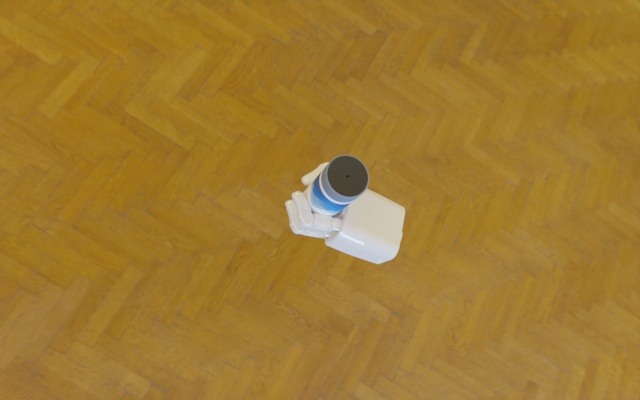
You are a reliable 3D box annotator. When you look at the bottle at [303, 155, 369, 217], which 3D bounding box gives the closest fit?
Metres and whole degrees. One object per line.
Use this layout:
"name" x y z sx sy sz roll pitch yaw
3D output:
"bottle" 0.000 0.003 0.821 0.069 0.069 0.296 0 -15 -16
